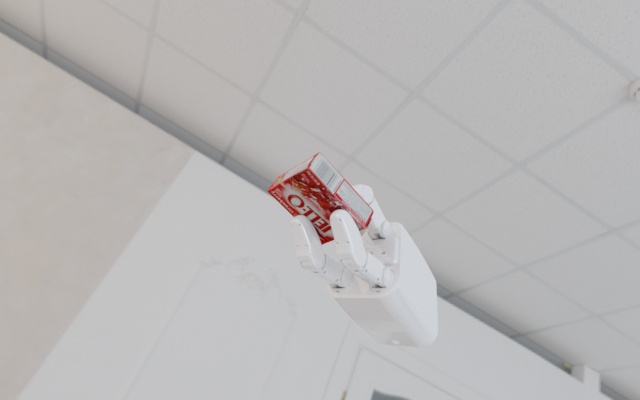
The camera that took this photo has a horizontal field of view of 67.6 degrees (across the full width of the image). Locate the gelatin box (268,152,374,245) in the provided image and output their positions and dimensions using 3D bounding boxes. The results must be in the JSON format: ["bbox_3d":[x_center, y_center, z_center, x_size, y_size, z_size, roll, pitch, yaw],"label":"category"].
[{"bbox_3d":[0.000,0.001,0.497,0.073,0.089,0.030,-25,25,47],"label":"gelatin box"}]
